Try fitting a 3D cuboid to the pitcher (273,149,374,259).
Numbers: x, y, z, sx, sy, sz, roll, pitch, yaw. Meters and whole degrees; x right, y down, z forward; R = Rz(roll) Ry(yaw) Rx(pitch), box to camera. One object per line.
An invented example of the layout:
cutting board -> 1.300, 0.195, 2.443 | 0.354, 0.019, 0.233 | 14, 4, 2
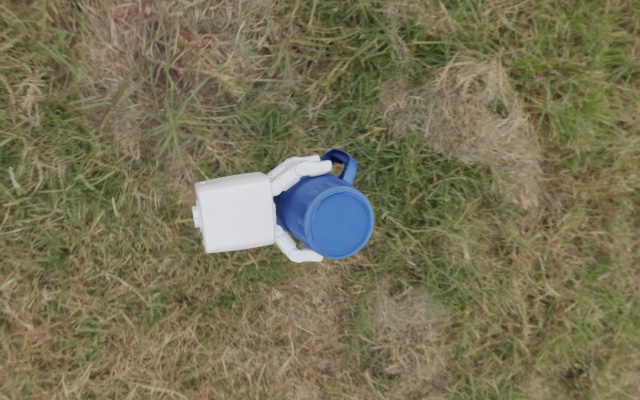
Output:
pitcher -> 0.000, 0.003, 0.783 | 0.145, 0.149, 0.242 | -9, 13, -16
